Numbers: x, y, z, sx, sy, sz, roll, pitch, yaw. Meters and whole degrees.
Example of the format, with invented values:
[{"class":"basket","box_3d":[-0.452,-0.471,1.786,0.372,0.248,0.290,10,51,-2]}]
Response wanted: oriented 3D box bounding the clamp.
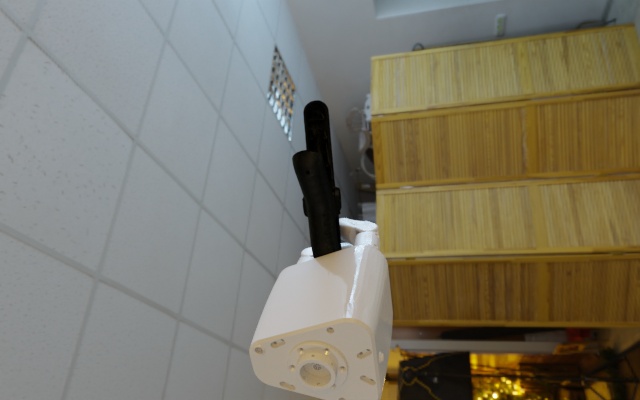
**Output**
[{"class":"clamp","box_3d":[-0.001,0.002,0.453,0.039,0.171,0.120,-4,24,13]}]
